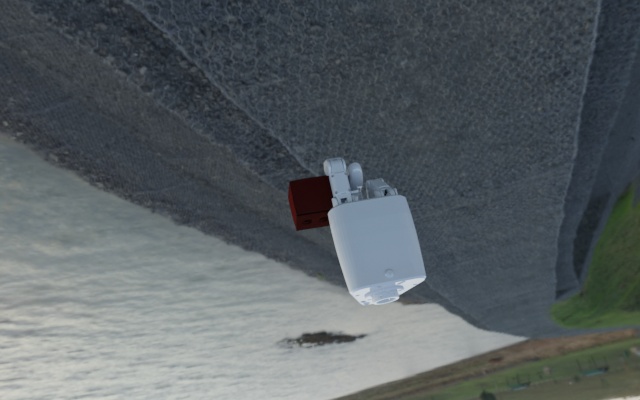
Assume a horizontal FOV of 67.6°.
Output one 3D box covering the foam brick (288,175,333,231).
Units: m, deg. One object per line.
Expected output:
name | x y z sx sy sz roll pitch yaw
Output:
foam brick | 0.000 0.002 0.624 0.078 0.051 0.053 -9 -22 -8
